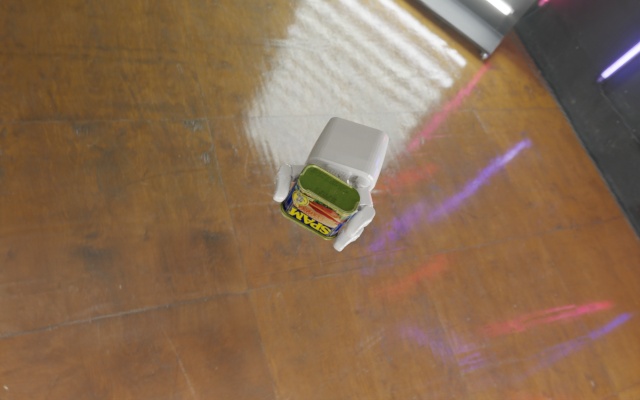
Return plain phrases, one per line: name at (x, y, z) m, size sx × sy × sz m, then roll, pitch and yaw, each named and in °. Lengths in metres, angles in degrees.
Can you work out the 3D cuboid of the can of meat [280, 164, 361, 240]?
can of meat at (0.000, 0.002, 0.716) m, size 0.102 × 0.057 × 0.084 m, roll 30°, pitch -36°, yaw -4°
